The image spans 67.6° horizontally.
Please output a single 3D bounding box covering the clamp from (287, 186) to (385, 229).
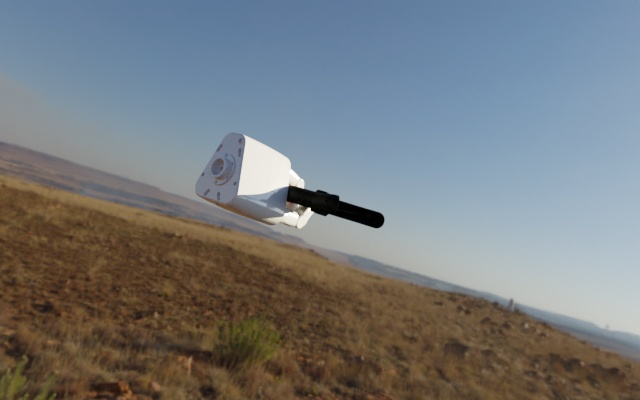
[{"bbox_3d":[0.000,0.002,0.718,0.171,0.039,0.120,13,-11,36],"label":"clamp"}]
